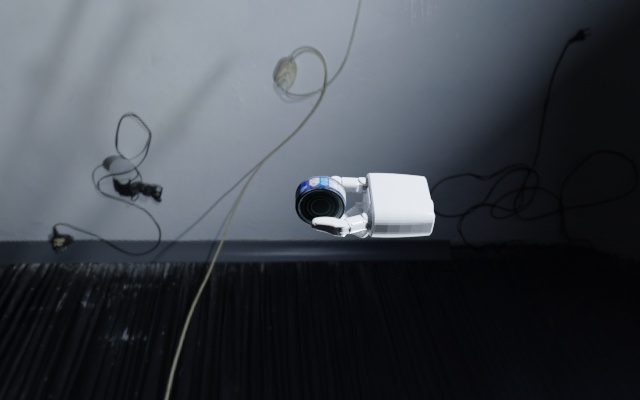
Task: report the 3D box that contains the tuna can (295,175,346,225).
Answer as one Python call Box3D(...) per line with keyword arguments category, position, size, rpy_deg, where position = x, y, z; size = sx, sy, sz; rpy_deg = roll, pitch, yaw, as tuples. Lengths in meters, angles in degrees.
Box3D(category="tuna can", position=(0.000, 0.003, 0.797), size=(0.086, 0.086, 0.033), rpy_deg=(0, 37, 0))
